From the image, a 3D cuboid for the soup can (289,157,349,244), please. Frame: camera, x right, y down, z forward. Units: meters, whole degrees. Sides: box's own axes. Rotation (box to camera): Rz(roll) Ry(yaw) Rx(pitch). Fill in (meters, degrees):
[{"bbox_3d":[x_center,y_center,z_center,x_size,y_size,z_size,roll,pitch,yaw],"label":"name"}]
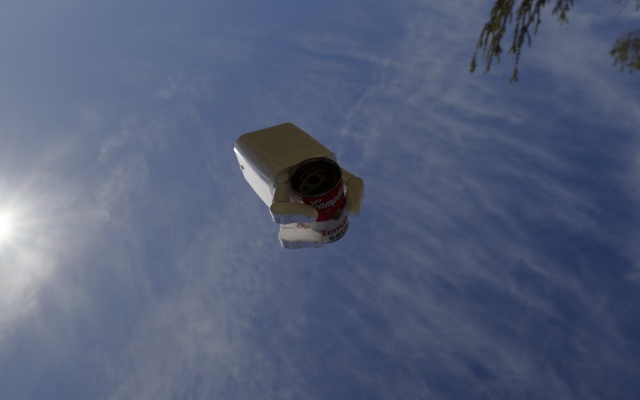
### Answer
[{"bbox_3d":[0.001,0.002,0.636,0.068,0.068,0.102,0,-41,11],"label":"soup can"}]
